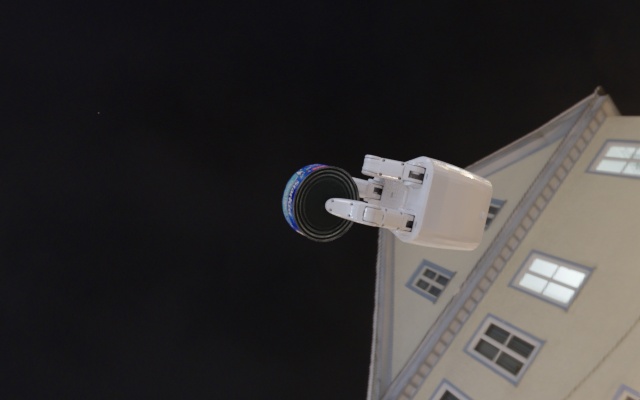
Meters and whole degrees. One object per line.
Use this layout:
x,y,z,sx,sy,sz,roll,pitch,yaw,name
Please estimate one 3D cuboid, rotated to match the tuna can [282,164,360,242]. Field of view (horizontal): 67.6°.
0.000,0.002,0.544,0.086,0.086,0.033,0,11,-30,tuna can
